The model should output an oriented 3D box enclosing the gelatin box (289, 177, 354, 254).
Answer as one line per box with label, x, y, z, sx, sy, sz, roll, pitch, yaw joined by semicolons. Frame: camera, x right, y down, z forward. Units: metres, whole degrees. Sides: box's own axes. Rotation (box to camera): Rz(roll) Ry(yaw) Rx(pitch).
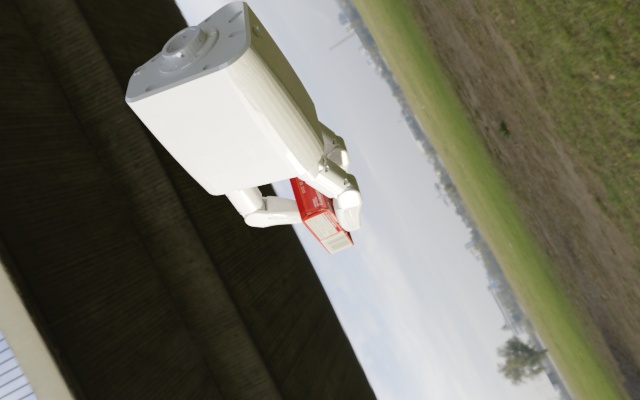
gelatin box;0.000;0.002;0.466;0.030;0.073;0.089;-22;-32;8
